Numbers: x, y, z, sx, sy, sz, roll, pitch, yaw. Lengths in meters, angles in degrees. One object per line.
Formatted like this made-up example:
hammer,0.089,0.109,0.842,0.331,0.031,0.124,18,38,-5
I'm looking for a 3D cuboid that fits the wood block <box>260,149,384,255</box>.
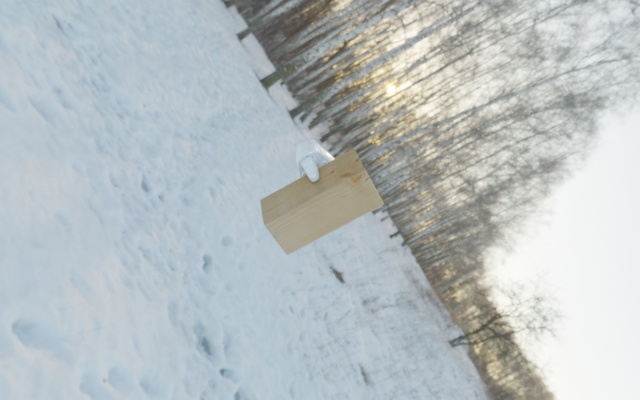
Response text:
wood block,0.000,0.002,0.898,0.206,0.091,0.090,-29,33,6
